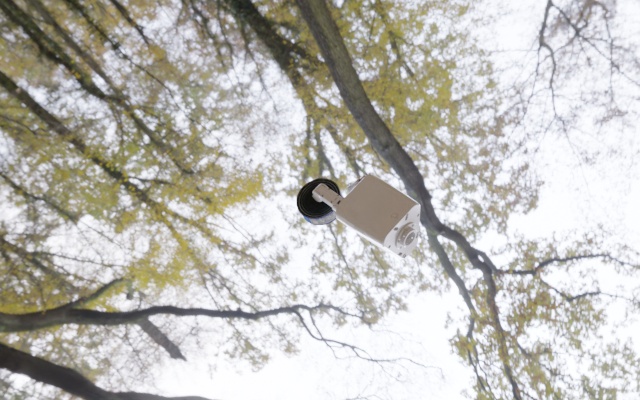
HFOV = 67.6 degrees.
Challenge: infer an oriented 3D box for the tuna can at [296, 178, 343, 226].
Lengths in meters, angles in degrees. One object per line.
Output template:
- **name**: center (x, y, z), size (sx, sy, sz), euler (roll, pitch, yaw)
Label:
- **tuna can**: center (0.000, 0.003, 0.888), size (0.086, 0.086, 0.034), euler (0, -31, 21)
